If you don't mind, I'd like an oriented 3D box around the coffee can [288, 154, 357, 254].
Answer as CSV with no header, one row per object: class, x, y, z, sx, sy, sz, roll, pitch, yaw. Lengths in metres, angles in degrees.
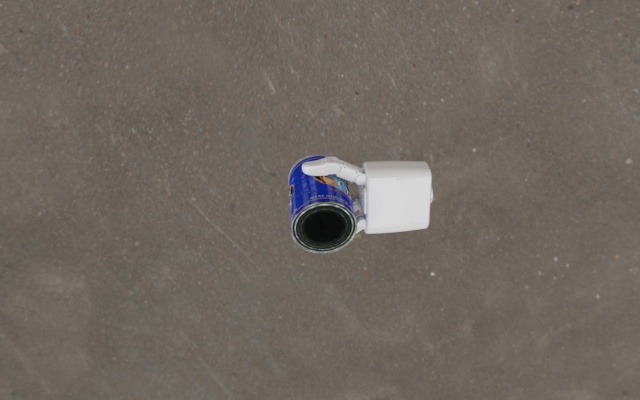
coffee can,0.000,0.002,0.784,0.103,0.103,0.140,0,36,-6
